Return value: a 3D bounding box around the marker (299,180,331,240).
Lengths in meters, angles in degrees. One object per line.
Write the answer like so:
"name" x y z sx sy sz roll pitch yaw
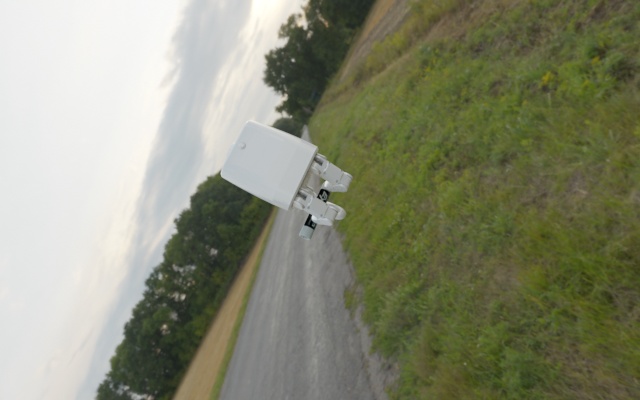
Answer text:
"marker" 0.000 0.002 0.724 0.020 0.121 0.020 22 -17 7
